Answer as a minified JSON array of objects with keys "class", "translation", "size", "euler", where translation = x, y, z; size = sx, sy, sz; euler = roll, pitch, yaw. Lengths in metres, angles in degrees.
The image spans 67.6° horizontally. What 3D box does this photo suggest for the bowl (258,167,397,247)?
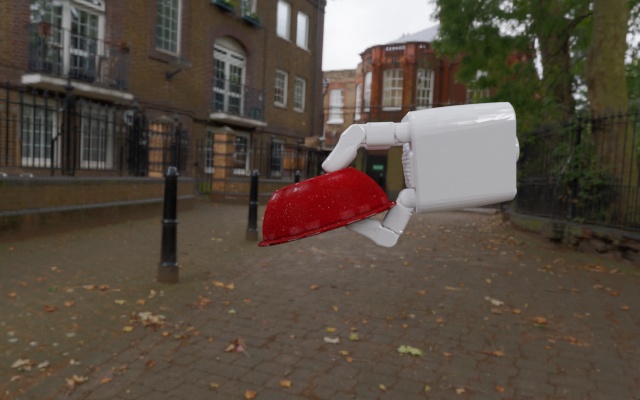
[{"class":"bowl","translation":[-0.001,0.002,0.534],"size":[0.162,0.055,0.162],"euler":[-18,2,1]}]
